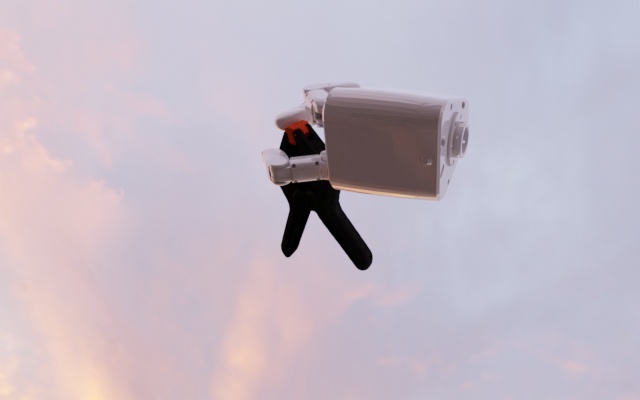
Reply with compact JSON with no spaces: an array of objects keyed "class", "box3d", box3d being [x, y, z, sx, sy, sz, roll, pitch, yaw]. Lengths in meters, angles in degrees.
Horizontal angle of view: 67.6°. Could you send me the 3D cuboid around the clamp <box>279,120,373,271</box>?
[{"class":"clamp","box3d":[0.000,0.001,0.515,0.120,0.172,0.039,10,33,26]}]
